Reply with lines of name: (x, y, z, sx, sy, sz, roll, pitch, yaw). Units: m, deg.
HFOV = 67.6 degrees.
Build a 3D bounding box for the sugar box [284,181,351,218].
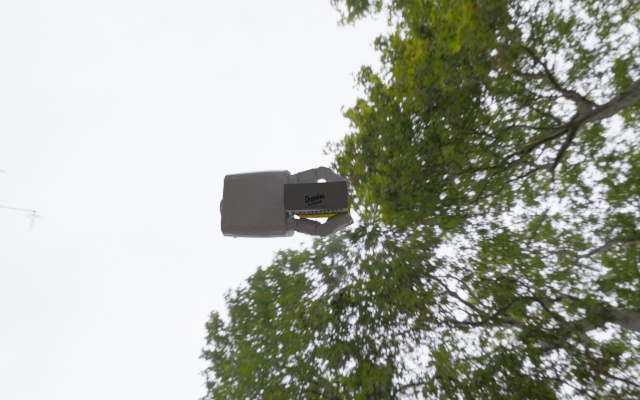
sugar box: (0.000, 0.003, 0.758, 0.093, 0.048, 0.176, -2, -4, 5)
